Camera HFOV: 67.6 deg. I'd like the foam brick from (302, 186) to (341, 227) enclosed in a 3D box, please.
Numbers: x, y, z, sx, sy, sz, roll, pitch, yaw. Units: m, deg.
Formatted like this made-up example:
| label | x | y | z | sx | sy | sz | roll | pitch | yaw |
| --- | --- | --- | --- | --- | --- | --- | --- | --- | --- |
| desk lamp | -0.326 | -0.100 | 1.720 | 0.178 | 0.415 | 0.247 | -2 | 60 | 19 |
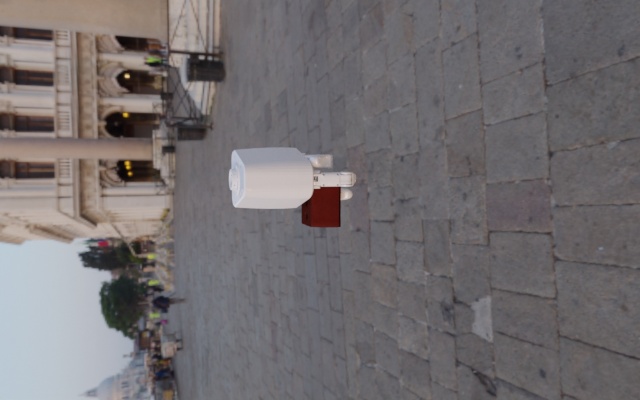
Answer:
| label | x | y | z | sx | sy | sz | roll | pitch | yaw |
| --- | --- | --- | --- | --- | --- | --- | --- | --- | --- |
| foam brick | 0.000 | 0.003 | 0.772 | 0.051 | 0.078 | 0.053 | -2 | 5 | -20 |
